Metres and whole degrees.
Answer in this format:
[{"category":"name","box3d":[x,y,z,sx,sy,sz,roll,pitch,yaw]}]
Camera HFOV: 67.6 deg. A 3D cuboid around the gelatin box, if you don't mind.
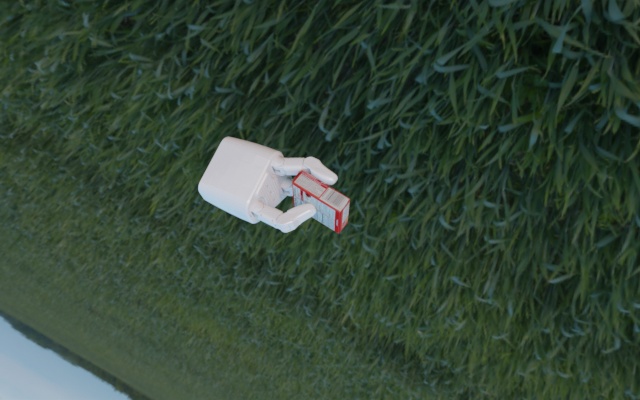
[{"category":"gelatin box","box3d":[0.000,0.003,0.718,0.089,0.030,0.073,32,-24,16]}]
